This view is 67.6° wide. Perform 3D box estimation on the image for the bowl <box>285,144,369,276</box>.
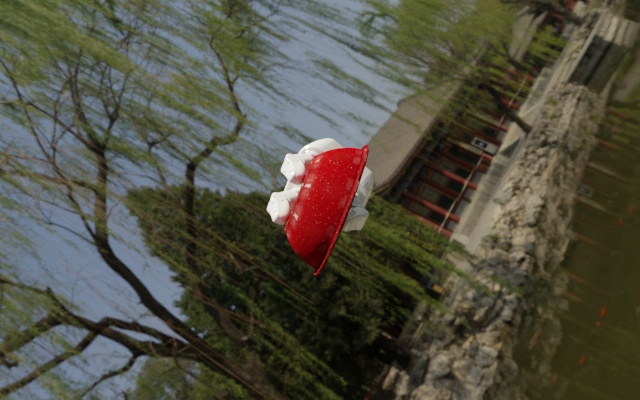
[{"bbox_3d":[0.000,0.002,0.549,0.055,0.162,0.162,22,-1,-3],"label":"bowl"}]
